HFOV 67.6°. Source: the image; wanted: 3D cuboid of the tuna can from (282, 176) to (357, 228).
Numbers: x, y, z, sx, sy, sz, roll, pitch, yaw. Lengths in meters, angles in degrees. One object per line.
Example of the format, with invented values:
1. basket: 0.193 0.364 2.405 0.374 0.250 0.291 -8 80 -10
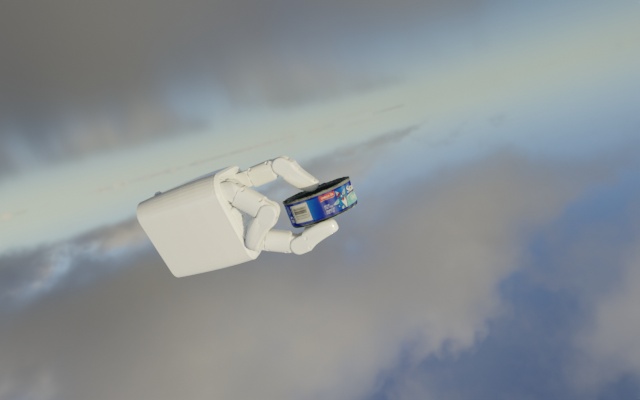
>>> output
1. tuna can: 0.000 0.002 0.571 0.086 0.034 0.086 -21 7 3
